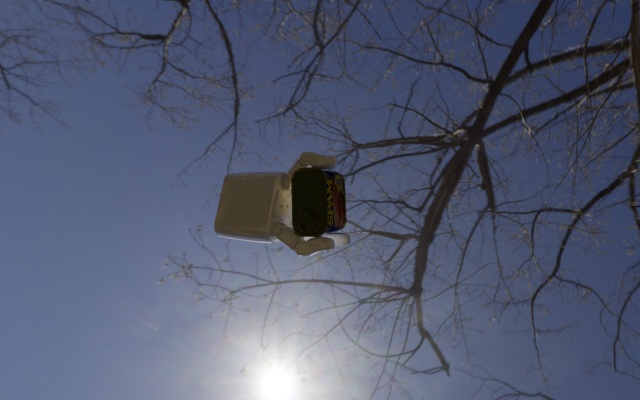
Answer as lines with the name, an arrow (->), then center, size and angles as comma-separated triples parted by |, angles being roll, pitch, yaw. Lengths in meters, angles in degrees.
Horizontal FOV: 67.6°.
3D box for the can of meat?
can of meat -> 0.000, 0.002, 0.732 | 0.057, 0.102, 0.084 | -2, -1, 25
